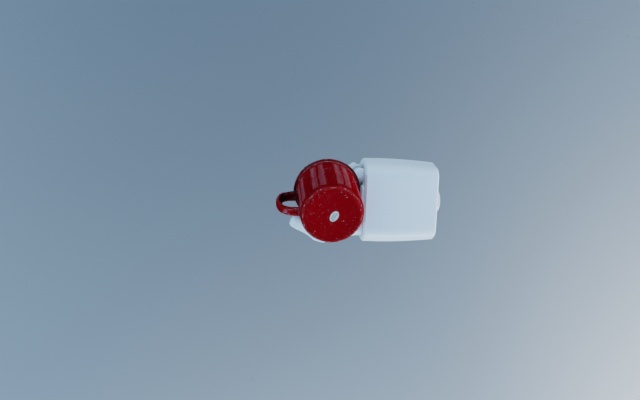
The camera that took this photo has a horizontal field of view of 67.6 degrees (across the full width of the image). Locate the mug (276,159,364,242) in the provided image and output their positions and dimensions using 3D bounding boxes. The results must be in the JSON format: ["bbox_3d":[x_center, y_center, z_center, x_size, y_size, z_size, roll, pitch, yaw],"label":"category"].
[{"bbox_3d":[-0.001,0.002,0.626,0.117,0.093,0.081,0,24,-5],"label":"mug"}]
